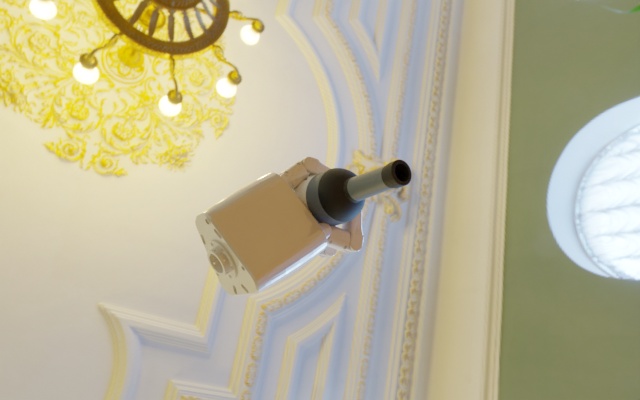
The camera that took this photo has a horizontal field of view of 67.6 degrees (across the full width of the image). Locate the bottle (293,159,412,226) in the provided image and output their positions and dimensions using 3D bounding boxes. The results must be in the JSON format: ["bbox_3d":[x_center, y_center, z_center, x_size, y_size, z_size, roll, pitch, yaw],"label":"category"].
[{"bbox_3d":[0.000,0.002,0.595,0.069,0.069,0.296,0,-12,-34],"label":"bottle"}]
